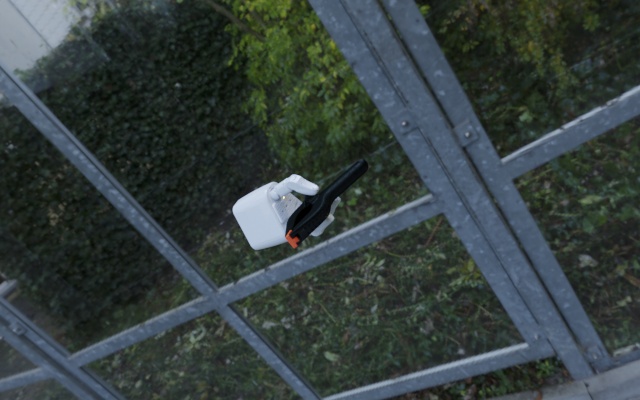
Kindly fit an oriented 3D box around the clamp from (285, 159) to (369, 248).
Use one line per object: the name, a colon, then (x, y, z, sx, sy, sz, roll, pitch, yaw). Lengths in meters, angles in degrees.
clamp: (-0.001, 0.003, 0.884, 0.164, 0.036, 0.209, -24, 24, 38)
